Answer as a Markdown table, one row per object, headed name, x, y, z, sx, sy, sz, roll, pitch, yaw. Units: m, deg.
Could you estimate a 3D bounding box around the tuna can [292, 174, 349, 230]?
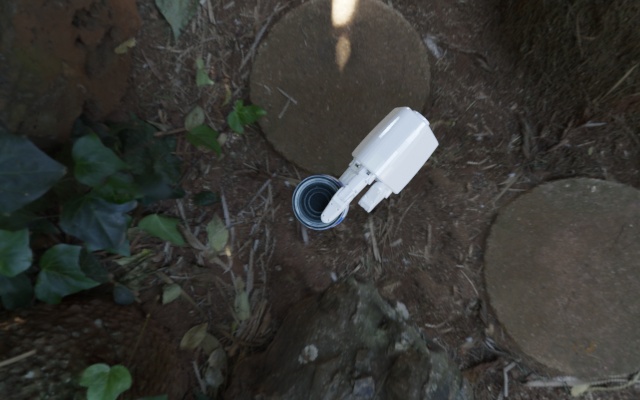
| name | x | y | z | sx | sy | sz | roll | pitch | yaw |
| --- | --- | --- | --- | --- | --- | --- | --- | --- | --- |
| tuna can | 0.000 | 0.002 | 0.736 | 0.086 | 0.086 | 0.034 | 0 | 3 | 11 |
